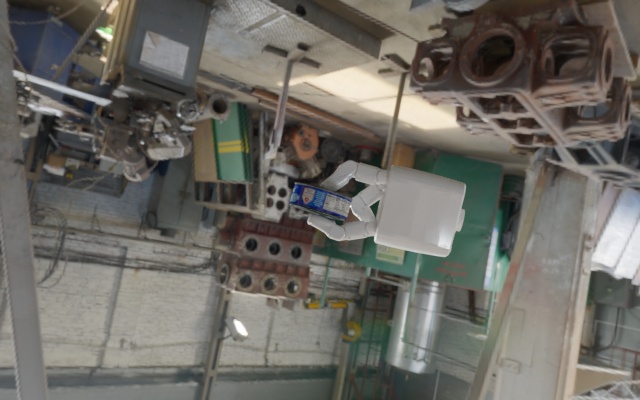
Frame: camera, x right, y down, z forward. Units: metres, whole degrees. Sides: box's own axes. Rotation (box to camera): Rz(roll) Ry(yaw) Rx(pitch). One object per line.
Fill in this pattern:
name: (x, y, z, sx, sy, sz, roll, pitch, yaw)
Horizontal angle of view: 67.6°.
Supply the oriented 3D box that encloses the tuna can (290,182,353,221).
tuna can: (0.000, 0.003, 0.678, 0.086, 0.034, 0.086, 16, -4, 1)
